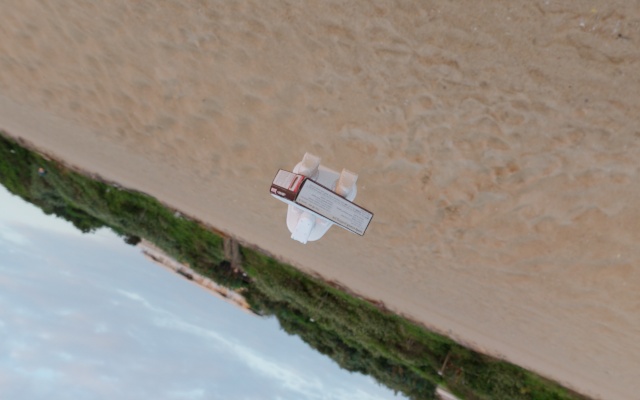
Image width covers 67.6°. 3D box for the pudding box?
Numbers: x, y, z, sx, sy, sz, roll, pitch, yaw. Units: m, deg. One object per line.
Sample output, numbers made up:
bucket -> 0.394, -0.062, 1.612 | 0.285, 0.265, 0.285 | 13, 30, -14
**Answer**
pudding box -> 0.000, 0.002, 0.621 | 0.113, 0.039, 0.090 | 26, -3, -28
